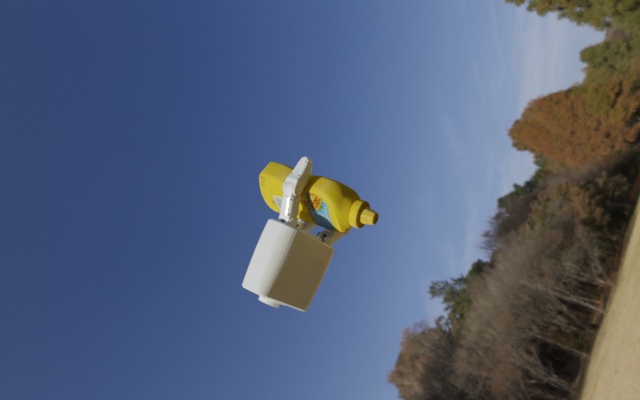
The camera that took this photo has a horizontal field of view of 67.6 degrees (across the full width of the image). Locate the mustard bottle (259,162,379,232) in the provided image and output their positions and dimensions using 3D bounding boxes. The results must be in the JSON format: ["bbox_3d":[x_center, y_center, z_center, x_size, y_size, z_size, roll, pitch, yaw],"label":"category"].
[{"bbox_3d":[0.000,0.002,0.721,0.191,0.058,0.096,18,-35,32],"label":"mustard bottle"}]
